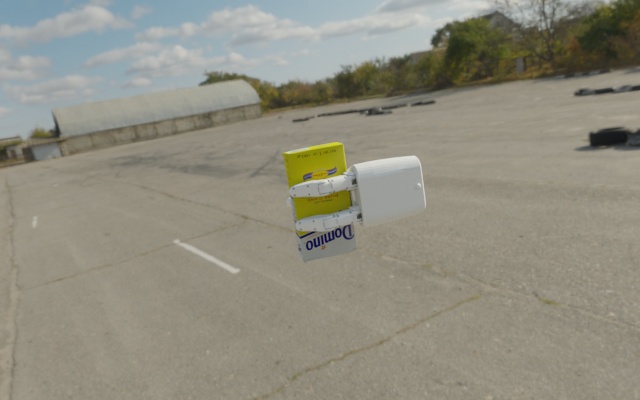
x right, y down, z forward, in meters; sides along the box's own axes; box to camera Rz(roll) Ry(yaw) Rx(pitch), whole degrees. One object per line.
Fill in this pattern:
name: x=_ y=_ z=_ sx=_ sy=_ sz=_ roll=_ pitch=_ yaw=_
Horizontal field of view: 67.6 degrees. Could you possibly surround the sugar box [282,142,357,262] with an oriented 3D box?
sugar box: x=0.000 y=0.002 z=0.760 sx=0.093 sy=0.176 sz=0.048 roll=-12 pitch=11 yaw=-11
